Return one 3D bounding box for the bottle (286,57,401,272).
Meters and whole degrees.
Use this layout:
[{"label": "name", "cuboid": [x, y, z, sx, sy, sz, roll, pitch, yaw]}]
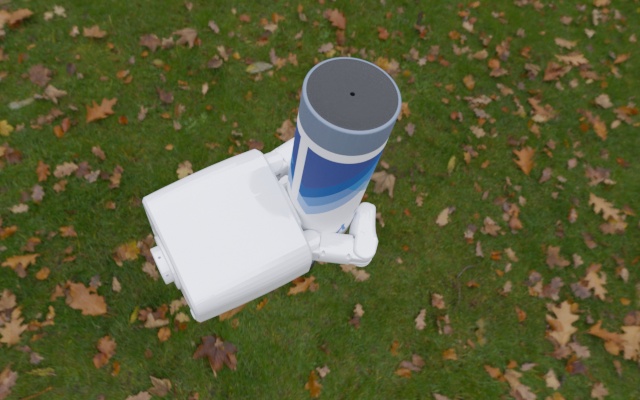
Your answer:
[{"label": "bottle", "cuboid": [0.000, 0.001, 0.440, 0.069, 0.069, 0.296, 0, -29, -9]}]
